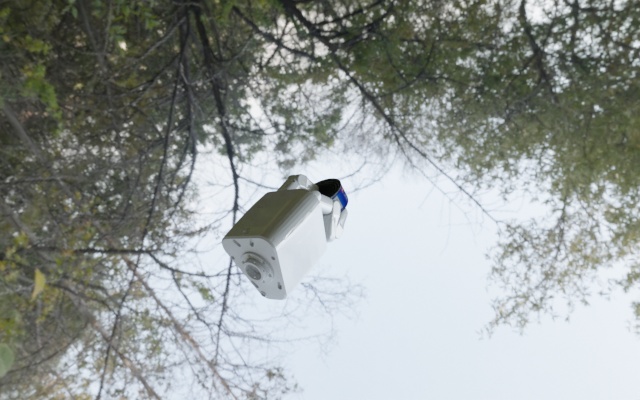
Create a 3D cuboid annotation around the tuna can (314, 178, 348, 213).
[{"bbox_3d":[0.000,0.003,0.752,0.086,0.034,0.086,-23,24,11],"label":"tuna can"}]
